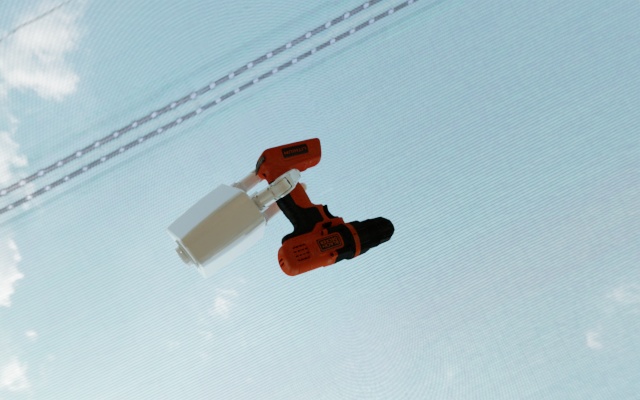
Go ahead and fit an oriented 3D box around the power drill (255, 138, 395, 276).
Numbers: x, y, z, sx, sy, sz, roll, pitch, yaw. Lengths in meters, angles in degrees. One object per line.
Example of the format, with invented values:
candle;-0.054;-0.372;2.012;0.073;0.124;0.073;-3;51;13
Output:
power drill;0.000;0.002;0.692;0.184;0.187;0.057;-15;-21;-28
